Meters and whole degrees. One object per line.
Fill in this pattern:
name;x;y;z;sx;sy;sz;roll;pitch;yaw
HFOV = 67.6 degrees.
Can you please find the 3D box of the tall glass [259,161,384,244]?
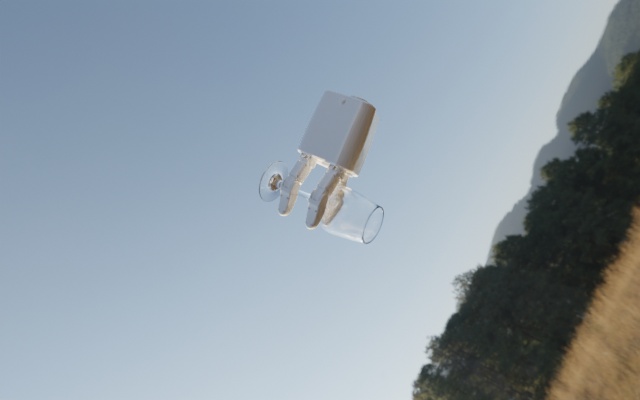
tall glass;0.000;0.002;0.767;0.201;0.079;0.079;24;12;28
